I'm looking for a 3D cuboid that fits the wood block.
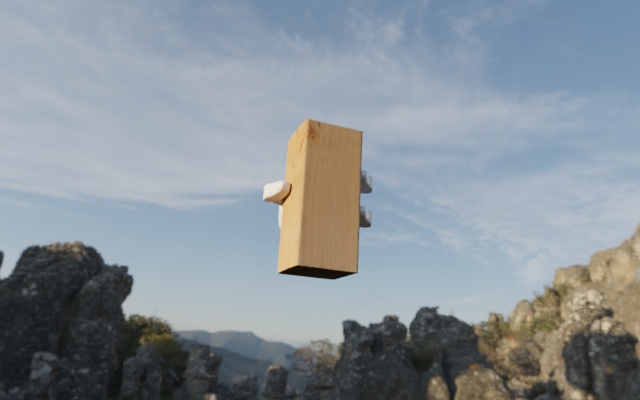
[{"bbox_3d":[0.000,0.002,0.685,0.091,0.206,0.090,9,-18,-20],"label":"wood block"}]
